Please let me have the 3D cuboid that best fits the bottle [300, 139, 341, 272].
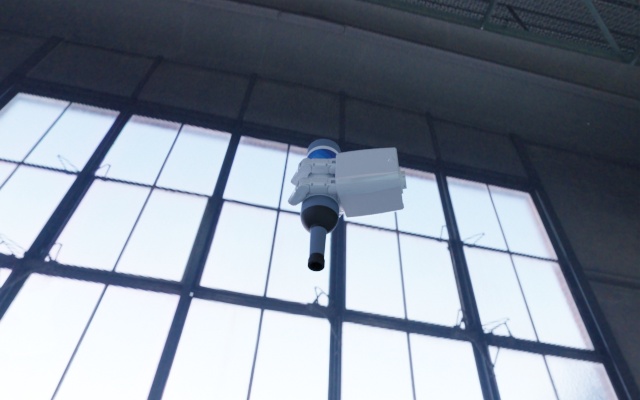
[{"bbox_3d":[0.000,0.003,0.837,0.069,0.069,0.295,0,42,4],"label":"bottle"}]
